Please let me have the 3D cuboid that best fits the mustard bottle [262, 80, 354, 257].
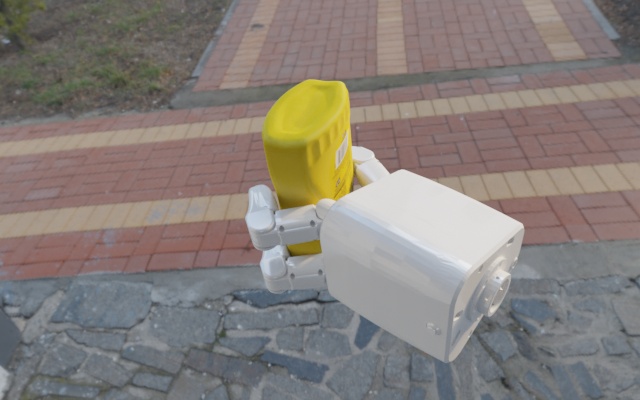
[{"bbox_3d":[0.000,0.001,0.414,0.058,0.192,0.096,7,44,17],"label":"mustard bottle"}]
